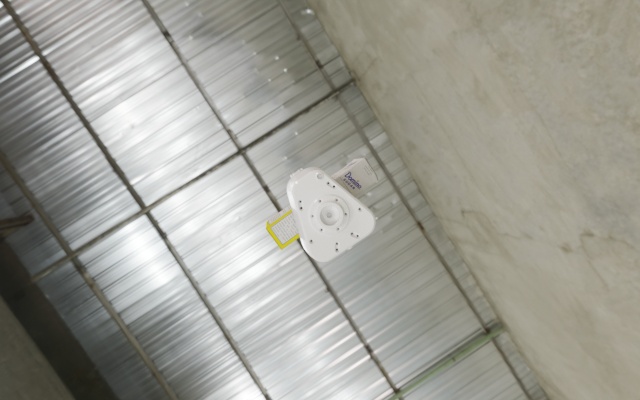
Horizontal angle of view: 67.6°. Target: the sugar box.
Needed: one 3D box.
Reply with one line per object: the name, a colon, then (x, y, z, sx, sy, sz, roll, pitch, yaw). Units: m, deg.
sugar box: (0.000, 0.003, 0.724, 0.176, 0.048, 0.093, -33, 6, -2)
